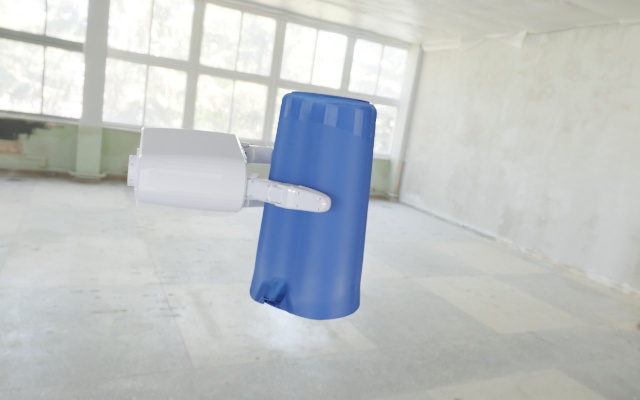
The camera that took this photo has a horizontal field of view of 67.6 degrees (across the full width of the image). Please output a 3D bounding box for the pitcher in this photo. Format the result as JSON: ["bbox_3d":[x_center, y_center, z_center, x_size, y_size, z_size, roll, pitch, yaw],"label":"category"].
[{"bbox_3d":[0.000,0.002,0.561,0.145,0.243,0.149,4,11,-18],"label":"pitcher"}]
